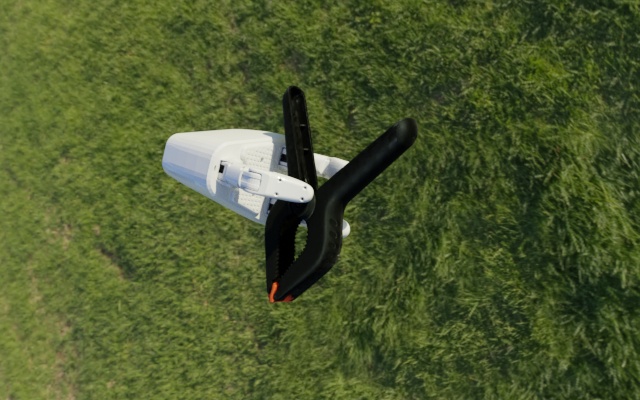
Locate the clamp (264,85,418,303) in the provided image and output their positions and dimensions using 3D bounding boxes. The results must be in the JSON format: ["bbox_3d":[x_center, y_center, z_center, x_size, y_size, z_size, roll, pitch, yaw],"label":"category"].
[{"bbox_3d":[-0.001,0.002,0.441,0.036,0.210,0.164,10,6,-45],"label":"clamp"}]
